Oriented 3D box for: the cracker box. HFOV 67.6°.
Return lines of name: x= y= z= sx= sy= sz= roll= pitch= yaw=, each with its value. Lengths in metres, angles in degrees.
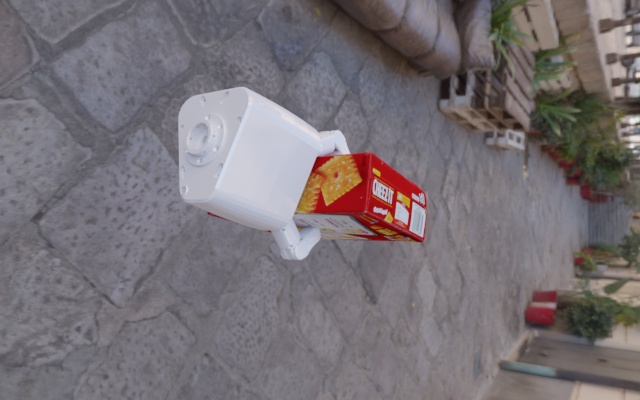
cracker box: x=0.000 y=0.002 z=0.579 sx=0.213 sy=0.072 sz=0.164 roll=-1 pitch=-14 yaw=33
